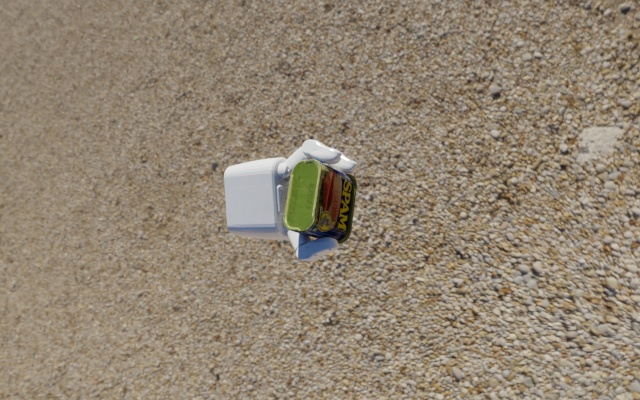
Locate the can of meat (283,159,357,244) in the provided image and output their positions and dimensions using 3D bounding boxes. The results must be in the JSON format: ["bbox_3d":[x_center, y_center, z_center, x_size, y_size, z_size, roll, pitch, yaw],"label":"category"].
[{"bbox_3d":[0.000,0.002,0.647,0.057,0.102,0.084,0,-14,37],"label":"can of meat"}]
